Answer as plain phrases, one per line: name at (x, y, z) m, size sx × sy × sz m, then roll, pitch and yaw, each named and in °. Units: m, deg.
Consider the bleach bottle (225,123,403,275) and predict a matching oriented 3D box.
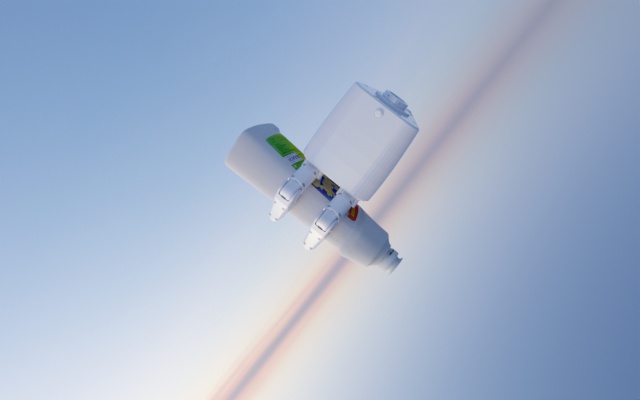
bleach bottle at (0.000, 0.002, 0.617) m, size 0.251 × 0.068 × 0.102 m, roll 39°, pitch 21°, yaw 6°
